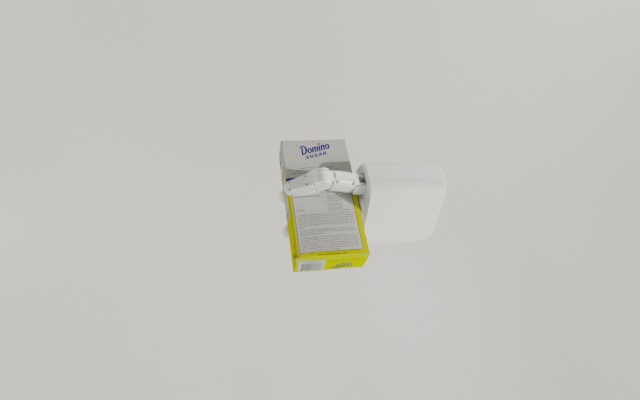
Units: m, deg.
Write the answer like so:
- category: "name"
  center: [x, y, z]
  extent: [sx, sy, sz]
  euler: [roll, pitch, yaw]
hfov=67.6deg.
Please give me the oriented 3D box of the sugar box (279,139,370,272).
- category: "sugar box"
  center: [0.000, 0.002, 0.623]
  extent: [0.093, 0.176, 0.048]
  euler: [-2, -33, -11]
